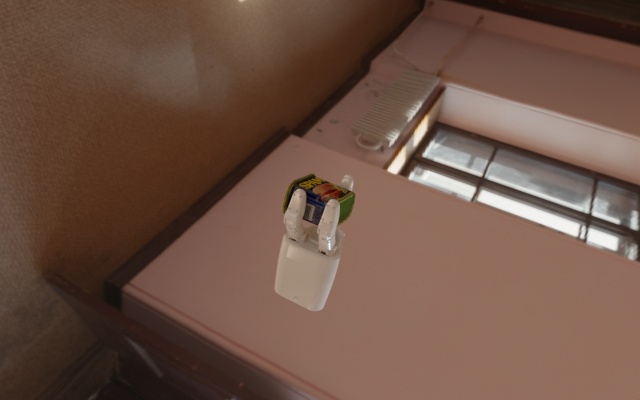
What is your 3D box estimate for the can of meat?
[{"bbox_3d":[0.000,0.003,0.767,0.084,0.057,0.102,23,21,19],"label":"can of meat"}]
